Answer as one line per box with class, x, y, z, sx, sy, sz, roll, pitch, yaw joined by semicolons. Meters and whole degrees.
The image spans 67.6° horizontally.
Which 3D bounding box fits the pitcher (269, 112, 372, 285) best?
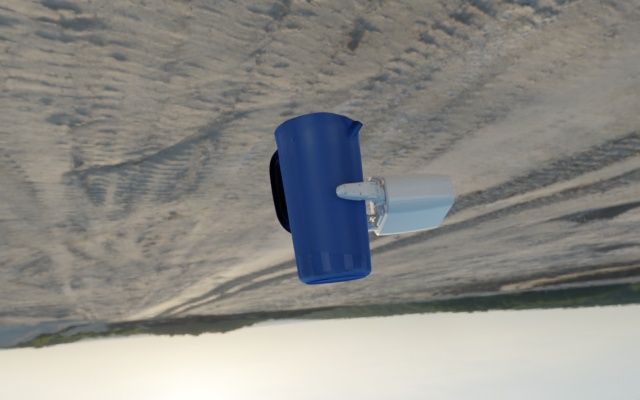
pitcher;0.000;0.002;0.728;0.145;0.242;0.149;-5;-13;-6
